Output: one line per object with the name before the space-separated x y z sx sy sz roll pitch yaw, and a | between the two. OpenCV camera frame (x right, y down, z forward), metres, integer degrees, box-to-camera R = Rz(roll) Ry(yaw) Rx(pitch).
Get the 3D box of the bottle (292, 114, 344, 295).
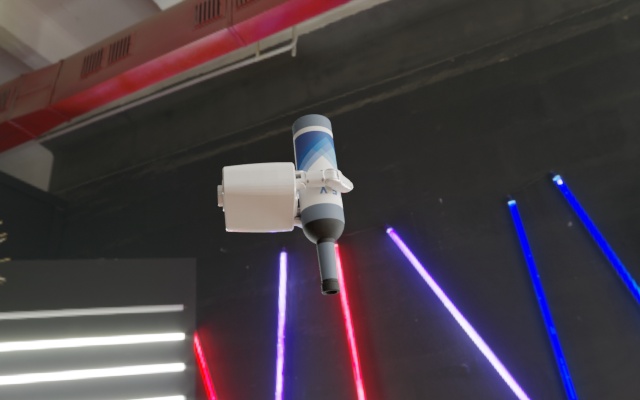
bottle | 0.000 0.002 0.755 0.069 0.295 0.069 -5 -27 -3
